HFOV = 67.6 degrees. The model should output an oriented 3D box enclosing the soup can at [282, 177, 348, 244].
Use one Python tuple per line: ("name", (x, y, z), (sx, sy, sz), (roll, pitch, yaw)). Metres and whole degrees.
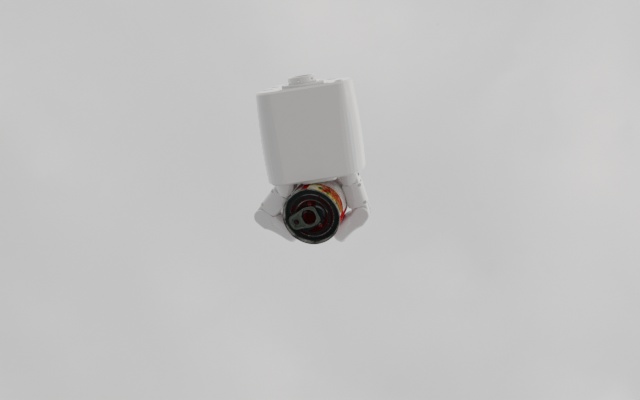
("soup can", (0.000, 0.002, 0.587), (0.068, 0.068, 0.102), (0, 20, 14))
